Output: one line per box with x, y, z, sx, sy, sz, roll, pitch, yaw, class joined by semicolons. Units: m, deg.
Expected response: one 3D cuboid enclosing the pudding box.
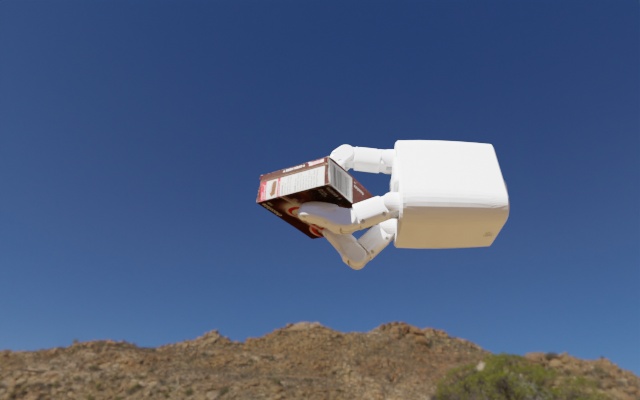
0.000;0.002;0.523;0.090;0.039;0.113;-14;-34;29;pudding box
